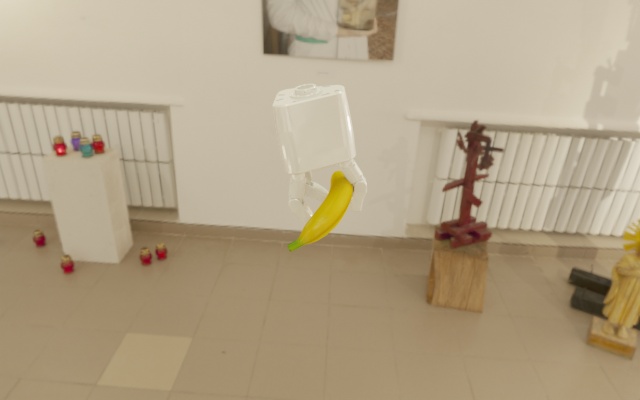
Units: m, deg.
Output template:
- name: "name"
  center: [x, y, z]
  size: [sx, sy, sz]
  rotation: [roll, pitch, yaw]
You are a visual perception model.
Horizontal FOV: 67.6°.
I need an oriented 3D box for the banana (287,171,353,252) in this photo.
- name: "banana"
  center: [0.015, 0.003, 0.733]
  size: [0.069, 0.037, 0.197]
  rotation: [-6, 31, 32]
